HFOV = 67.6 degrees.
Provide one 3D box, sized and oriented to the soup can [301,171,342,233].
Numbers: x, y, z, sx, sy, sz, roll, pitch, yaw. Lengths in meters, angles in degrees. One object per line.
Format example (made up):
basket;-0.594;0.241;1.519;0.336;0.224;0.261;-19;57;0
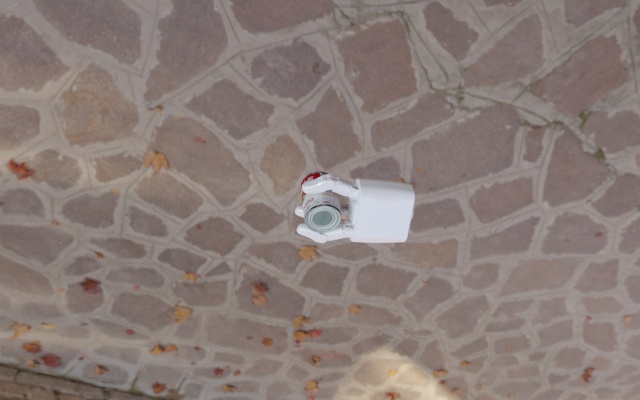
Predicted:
soup can;0.000;0.003;0.882;0.068;0.069;0.102;0;39;-7
